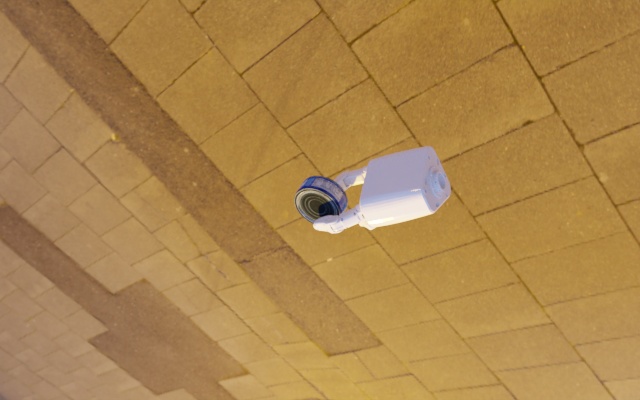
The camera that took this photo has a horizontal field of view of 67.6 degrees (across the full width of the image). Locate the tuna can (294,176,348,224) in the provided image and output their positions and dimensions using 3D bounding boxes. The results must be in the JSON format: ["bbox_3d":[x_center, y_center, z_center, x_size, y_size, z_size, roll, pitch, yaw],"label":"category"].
[{"bbox_3d":[0.000,0.003,0.793,0.086,0.086,0.033,0,39,31],"label":"tuna can"}]
